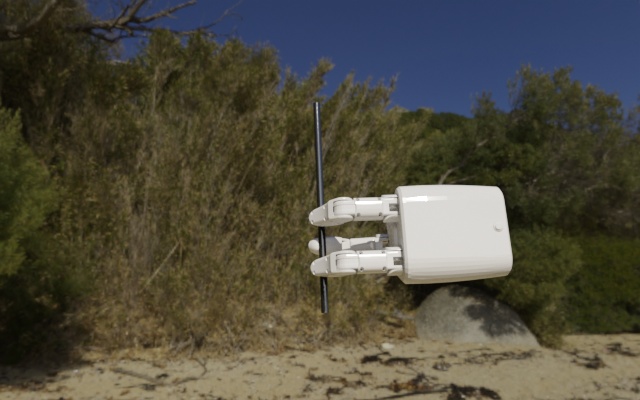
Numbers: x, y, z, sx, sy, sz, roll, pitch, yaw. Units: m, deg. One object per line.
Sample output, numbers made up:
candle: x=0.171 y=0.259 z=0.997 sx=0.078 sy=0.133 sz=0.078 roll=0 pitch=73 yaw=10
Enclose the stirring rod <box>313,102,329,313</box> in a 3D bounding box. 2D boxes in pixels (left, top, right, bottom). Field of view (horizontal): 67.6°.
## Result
stirring rod: x=0.000 y=0.002 z=0.531 sx=0.011 sy=0.239 sz=0.011 roll=-2 pitch=-15 yaw=-1
